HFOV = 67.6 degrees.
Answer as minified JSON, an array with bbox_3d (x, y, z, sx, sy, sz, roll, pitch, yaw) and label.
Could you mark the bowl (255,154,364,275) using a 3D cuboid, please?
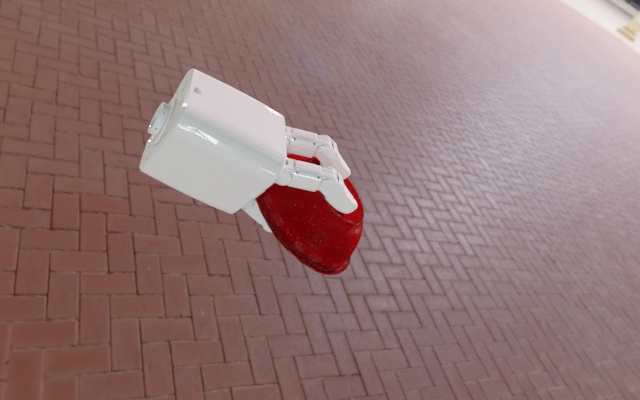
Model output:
[{"bbox_3d":[0.001,0.002,0.548,0.055,0.162,0.162,-36,-17,25],"label":"bowl"}]
